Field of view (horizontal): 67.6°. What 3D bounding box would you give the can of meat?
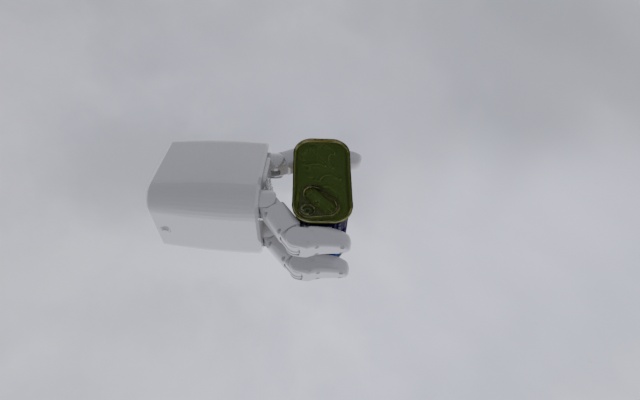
[{"bbox_3d":[0.000,0.002,0.494,0.057,0.102,0.084,1,-35,-2],"label":"can of meat"}]
